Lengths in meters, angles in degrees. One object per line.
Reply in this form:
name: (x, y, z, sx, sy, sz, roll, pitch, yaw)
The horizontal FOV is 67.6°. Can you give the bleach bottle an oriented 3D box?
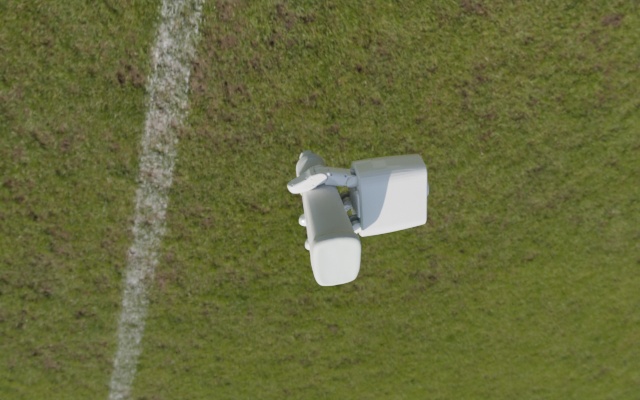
bleach bottle: (0.000, 0.003, 0.731, 0.068, 0.103, 0.250, -9, 44, -6)
